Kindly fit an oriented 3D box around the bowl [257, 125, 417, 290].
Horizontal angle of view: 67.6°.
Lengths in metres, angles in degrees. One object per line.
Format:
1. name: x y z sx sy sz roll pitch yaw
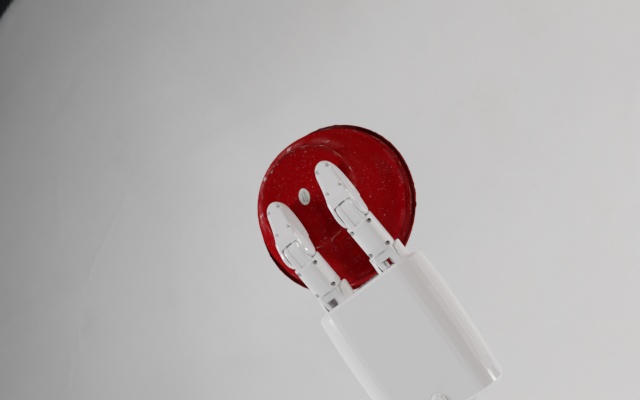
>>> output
1. bowl: -0.001 0.001 0.429 0.162 0.162 0.055 0 -10 27
